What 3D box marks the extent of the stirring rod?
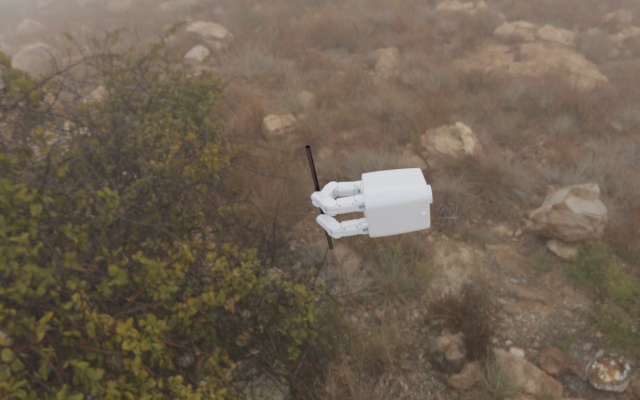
[{"bbox_3d":[0.000,0.003,0.848,0.011,0.240,0.011,-8,41,7],"label":"stirring rod"}]
